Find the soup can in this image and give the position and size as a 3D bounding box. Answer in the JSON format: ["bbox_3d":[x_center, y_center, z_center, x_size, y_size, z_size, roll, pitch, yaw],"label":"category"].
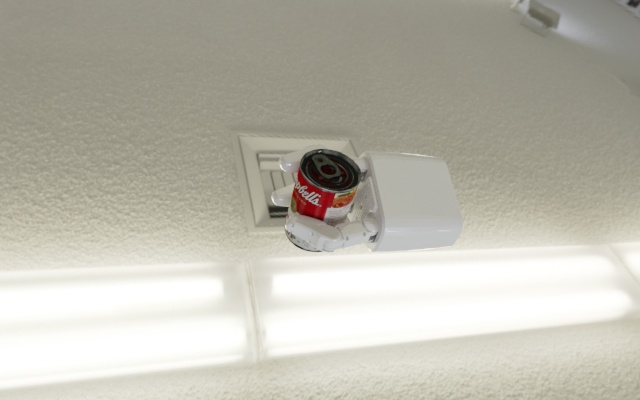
[{"bbox_3d":[0.000,0.002,0.541,0.068,0.068,0.102,0,-44,-18],"label":"soup can"}]
